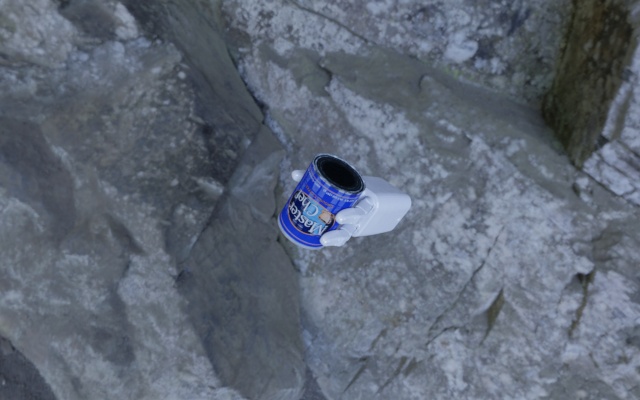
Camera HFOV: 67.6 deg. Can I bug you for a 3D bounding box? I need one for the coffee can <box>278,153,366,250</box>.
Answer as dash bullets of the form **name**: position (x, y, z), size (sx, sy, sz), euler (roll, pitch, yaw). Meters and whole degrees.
- **coffee can**: position (0.000, 0.003, 0.837), size (0.103, 0.140, 0.102), euler (23, 33, -16)
